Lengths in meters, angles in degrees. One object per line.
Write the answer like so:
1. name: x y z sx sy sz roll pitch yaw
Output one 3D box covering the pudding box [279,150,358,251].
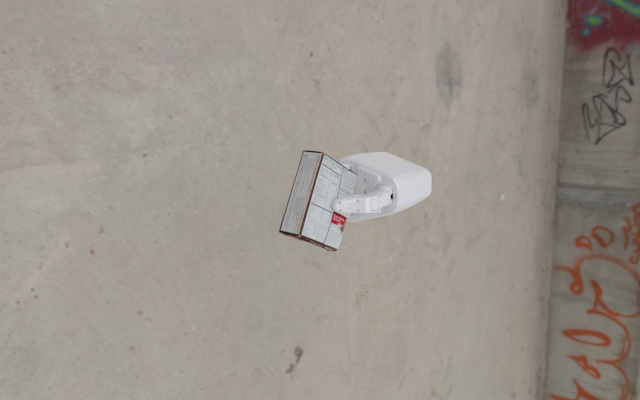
1. pudding box: 0.000 0.002 0.622 0.039 0.113 0.090 7 -13 38
